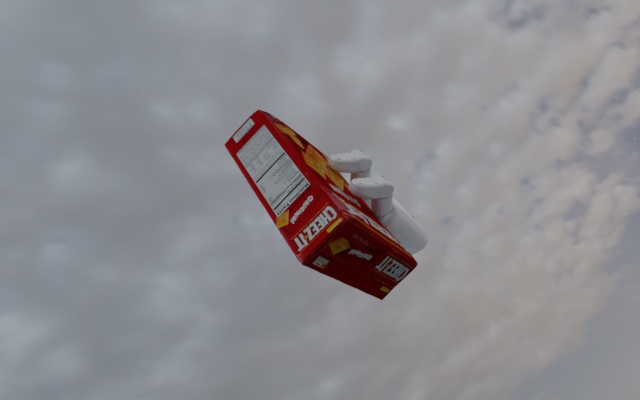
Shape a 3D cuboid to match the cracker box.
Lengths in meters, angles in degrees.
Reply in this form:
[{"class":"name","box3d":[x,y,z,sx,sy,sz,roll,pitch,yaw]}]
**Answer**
[{"class":"cracker box","box3d":[0.000,0.002,0.562,0.164,0.072,0.213,32,15,-48]}]
